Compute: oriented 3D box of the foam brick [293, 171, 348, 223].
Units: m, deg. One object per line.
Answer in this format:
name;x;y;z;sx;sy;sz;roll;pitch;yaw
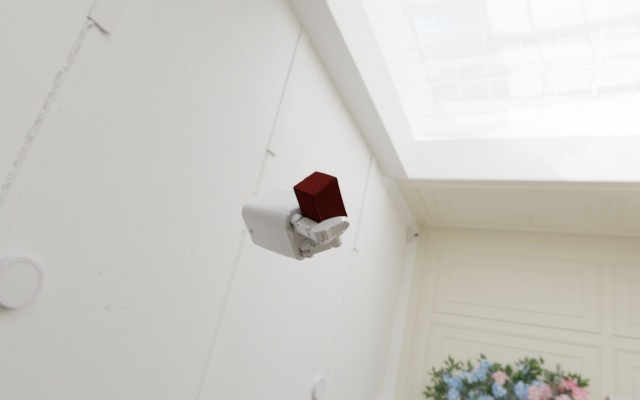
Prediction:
foam brick;0.000;0.002;0.741;0.053;0.078;0.051;-36;38;-27
